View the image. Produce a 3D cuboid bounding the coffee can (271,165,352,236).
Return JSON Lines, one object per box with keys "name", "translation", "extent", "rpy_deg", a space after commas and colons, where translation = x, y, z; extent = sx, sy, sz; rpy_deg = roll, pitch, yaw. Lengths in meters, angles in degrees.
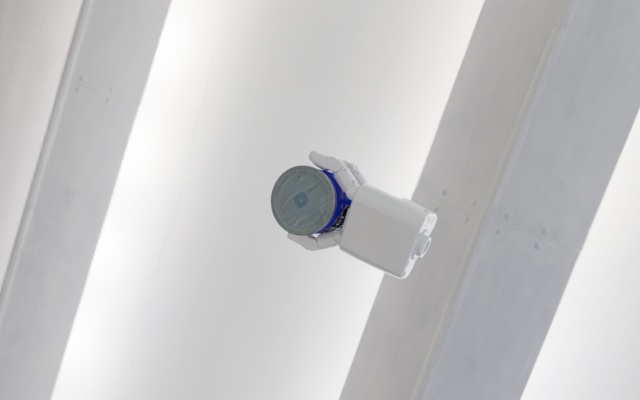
{"name": "coffee can", "translation": [0.000, 0.002, 0.755], "extent": [0.103, 0.103, 0.140], "rpy_deg": [0, -2, 24]}
